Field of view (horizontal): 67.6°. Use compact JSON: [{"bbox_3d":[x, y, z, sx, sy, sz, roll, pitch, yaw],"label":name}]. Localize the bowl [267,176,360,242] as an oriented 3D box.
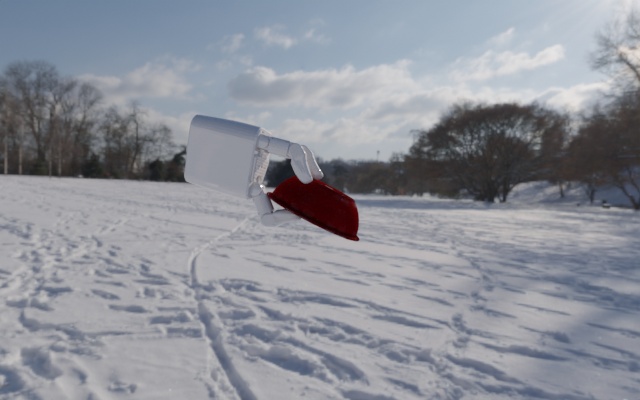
[{"bbox_3d":[0.002,0.003,0.740,0.162,0.055,0.162,27,4,-2],"label":"bowl"}]
